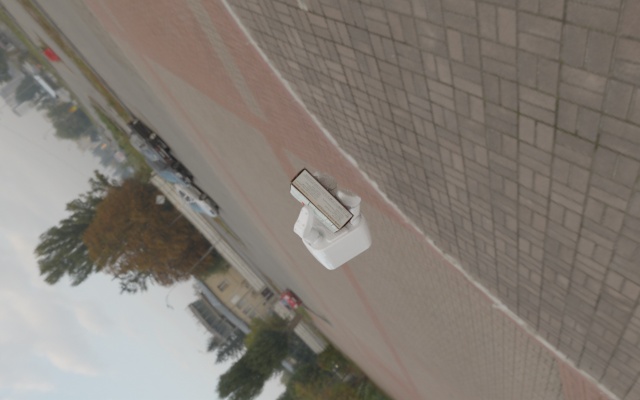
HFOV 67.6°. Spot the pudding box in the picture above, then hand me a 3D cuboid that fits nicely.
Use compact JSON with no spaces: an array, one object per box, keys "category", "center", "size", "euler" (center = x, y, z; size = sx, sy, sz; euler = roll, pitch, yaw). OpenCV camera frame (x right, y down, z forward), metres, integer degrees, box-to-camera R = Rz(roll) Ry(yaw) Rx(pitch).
[{"category":"pudding box","center":[0.000,0.003,0.788],"size":[0.113,0.039,0.090],"euler":[42,-9,2]}]
